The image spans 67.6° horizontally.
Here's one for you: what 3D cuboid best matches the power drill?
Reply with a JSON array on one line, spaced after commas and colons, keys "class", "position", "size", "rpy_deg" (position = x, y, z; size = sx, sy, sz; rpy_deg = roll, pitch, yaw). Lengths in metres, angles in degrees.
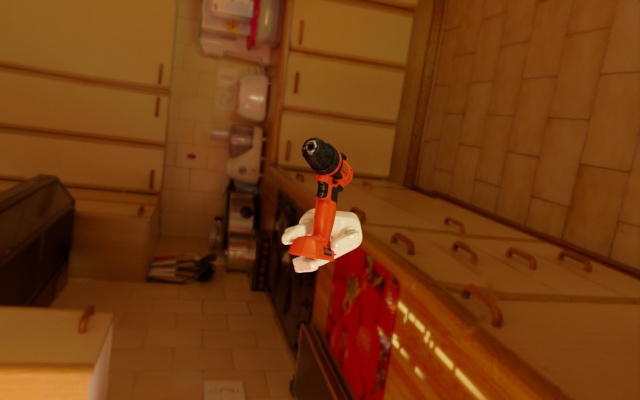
[{"class": "power drill", "position": [0.000, 0.003, 0.790], "size": [0.057, 0.187, 0.184], "rpy_deg": [10, -8, 21]}]
